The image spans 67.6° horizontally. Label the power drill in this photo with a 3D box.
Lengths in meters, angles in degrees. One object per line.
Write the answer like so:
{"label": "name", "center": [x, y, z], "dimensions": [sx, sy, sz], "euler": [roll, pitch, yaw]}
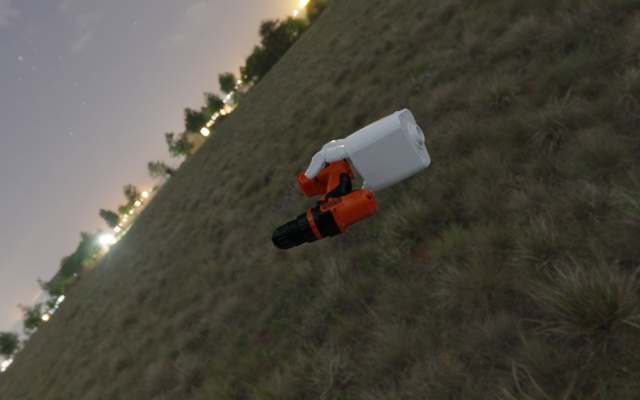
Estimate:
{"label": "power drill", "center": [0.000, 0.002, 0.845], "dimensions": [0.184, 0.057, 0.187], "euler": [-22, 29, 7]}
